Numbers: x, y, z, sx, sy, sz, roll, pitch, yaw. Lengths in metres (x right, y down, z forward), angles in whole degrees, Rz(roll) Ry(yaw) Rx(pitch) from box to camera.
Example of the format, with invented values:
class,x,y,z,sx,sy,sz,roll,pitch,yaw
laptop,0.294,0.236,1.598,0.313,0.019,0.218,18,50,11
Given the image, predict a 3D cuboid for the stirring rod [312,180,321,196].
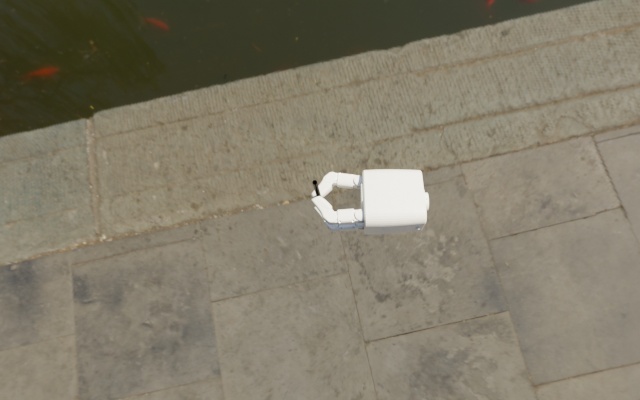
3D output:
class,x,y,z,sx,sy,sz,roll,pitch,yaw
stirring rod,0.000,0.003,0.881,0.011,0.011,0.239,0,-15,5
